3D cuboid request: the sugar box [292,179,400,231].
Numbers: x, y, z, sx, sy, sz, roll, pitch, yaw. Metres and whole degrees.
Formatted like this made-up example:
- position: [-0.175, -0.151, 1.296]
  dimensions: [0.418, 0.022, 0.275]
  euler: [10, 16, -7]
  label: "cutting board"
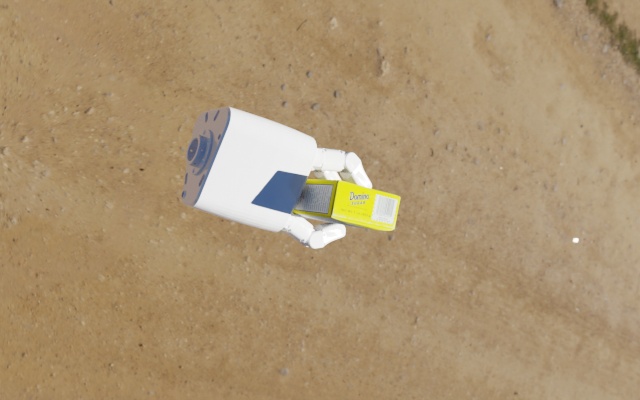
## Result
- position: [0.000, 0.001, 0.573]
  dimensions: [0.093, 0.048, 0.176]
  euler: [14, -3, -36]
  label: "sugar box"
